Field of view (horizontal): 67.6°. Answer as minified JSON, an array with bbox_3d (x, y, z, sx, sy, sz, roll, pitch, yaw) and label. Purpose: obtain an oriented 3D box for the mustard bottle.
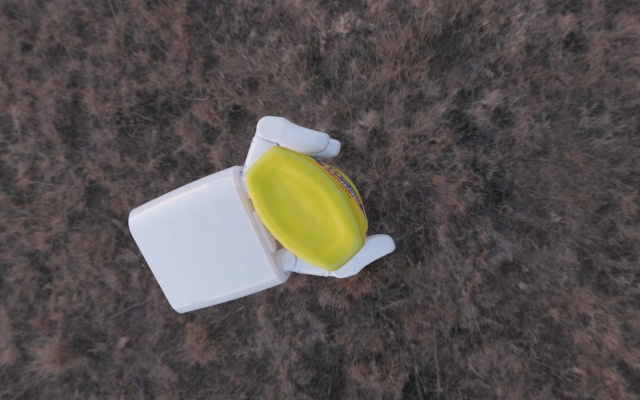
[{"bbox_3d":[0.000,0.001,0.417,0.058,0.096,0.191,-44,-3,7],"label":"mustard bottle"}]
